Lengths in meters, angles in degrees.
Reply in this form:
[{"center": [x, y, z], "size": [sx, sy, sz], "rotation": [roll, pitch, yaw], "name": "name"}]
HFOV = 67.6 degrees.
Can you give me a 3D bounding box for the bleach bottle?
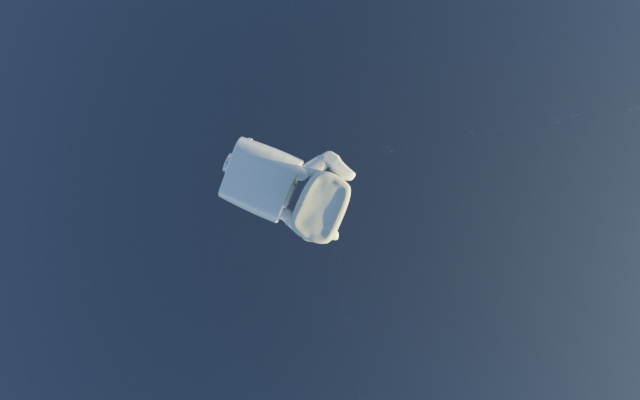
[{"center": [0.000, 0.003, 0.787], "size": [0.068, 0.102, 0.251], "rotation": [24, 2, -2], "name": "bleach bottle"}]
